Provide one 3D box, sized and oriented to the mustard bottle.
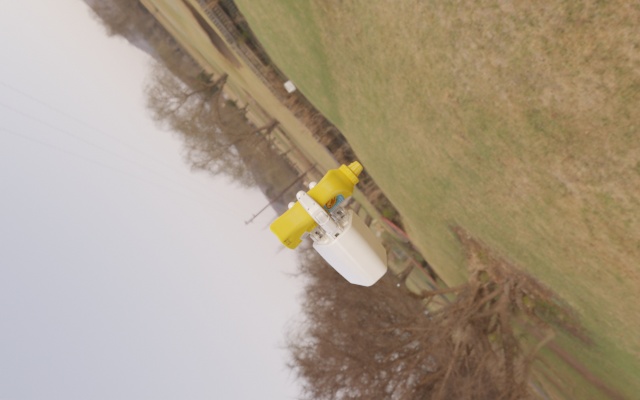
[{"bbox_3d":[0.000,0.003,0.839,0.191,0.058,0.096,-43,-15,0],"label":"mustard bottle"}]
